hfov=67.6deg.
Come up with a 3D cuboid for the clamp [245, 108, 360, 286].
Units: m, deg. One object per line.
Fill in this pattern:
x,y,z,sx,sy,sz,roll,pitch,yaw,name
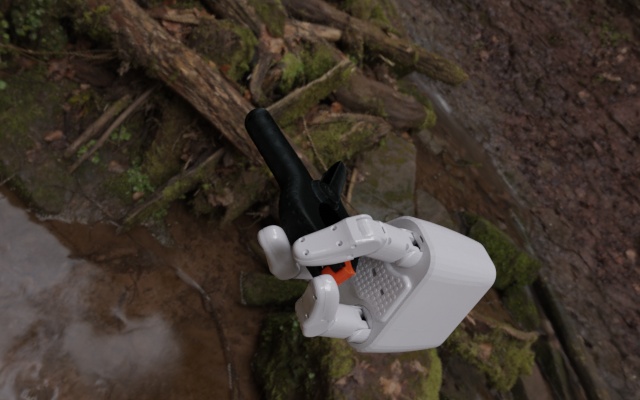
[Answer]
0.000,0.001,0.405,0.120,0.171,0.039,17,-48,-42,clamp
